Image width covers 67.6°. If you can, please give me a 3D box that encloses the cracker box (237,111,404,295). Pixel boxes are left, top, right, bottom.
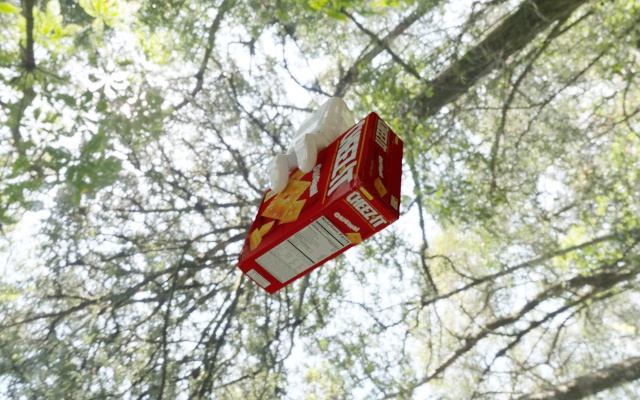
[{"bbox_3d":[0.000,0.002,0.610,0.214,0.072,0.164,-35,24,32],"label":"cracker box"}]
